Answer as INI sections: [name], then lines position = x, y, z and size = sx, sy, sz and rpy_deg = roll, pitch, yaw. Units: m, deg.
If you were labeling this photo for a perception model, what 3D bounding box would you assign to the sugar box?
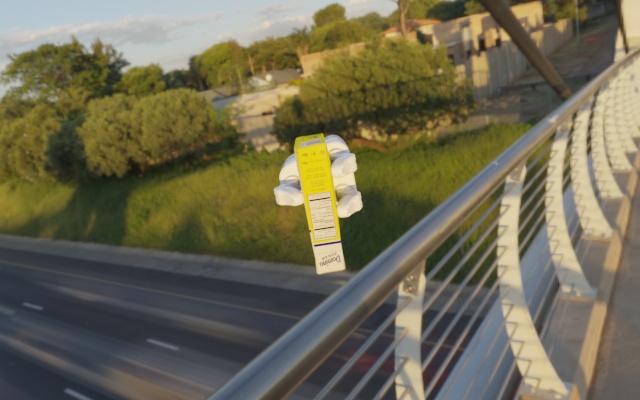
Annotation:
[sugar box]
position = 0.001, 0.002, 0.663
size = 0.048, 0.176, 0.093
rpy_deg = -11, 17, 2
